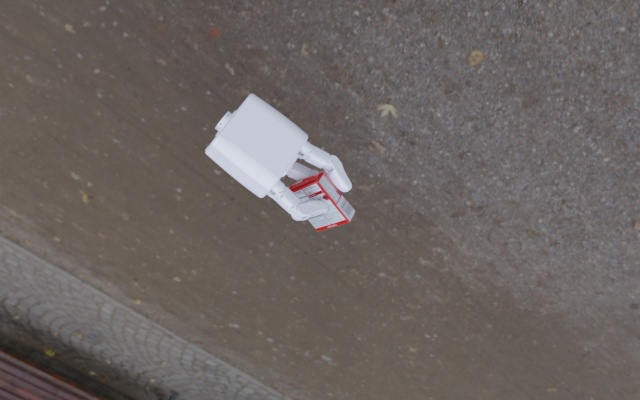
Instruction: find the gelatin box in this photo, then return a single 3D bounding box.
[{"bbox_3d":[0.000,0.003,0.751,0.073,0.089,0.030,-20,28,42],"label":"gelatin box"}]
